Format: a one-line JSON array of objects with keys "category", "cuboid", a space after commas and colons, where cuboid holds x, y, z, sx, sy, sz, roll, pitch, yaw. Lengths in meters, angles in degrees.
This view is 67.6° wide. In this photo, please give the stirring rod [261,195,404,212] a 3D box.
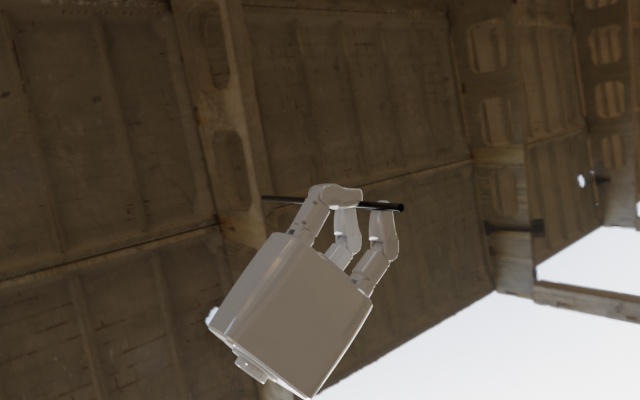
[{"category": "stirring rod", "cuboid": [0.000, 0.002, 0.537, 0.011, 0.011, 0.239, 0, 2, -39]}]
